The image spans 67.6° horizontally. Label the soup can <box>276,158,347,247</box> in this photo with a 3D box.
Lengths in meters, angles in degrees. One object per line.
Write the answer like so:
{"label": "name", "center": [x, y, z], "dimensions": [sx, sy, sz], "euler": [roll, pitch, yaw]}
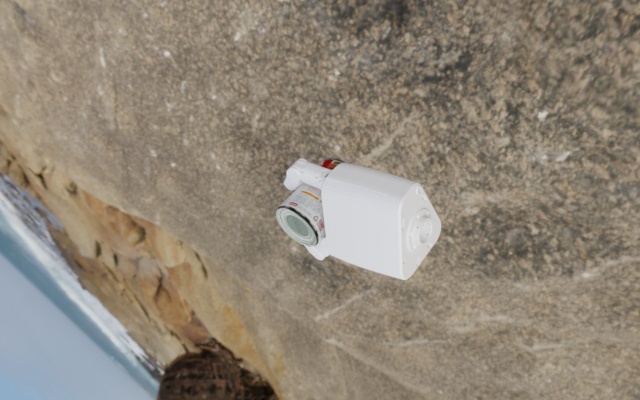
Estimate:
{"label": "soup can", "center": [0.000, 0.002, 0.613], "dimensions": [0.068, 0.068, 0.102], "euler": [0, 39, 51]}
